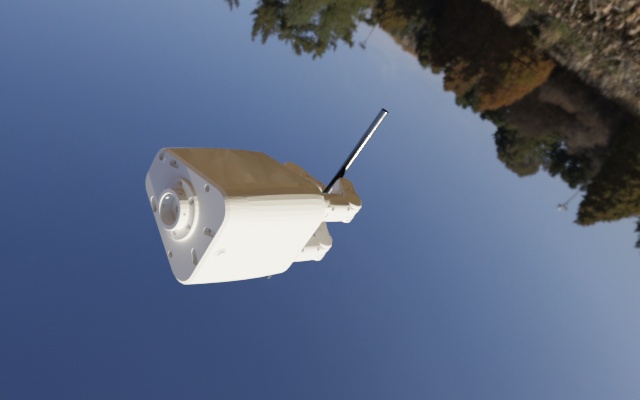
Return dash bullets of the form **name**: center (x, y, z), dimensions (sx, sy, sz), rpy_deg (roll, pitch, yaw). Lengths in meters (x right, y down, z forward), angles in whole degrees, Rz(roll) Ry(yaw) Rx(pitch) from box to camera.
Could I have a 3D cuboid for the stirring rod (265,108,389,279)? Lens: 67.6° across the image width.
- **stirring rod**: center (0.000, 0.002, 0.513), dimensions (0.011, 0.240, 0.011), rpy_deg (27, 27, -15)
